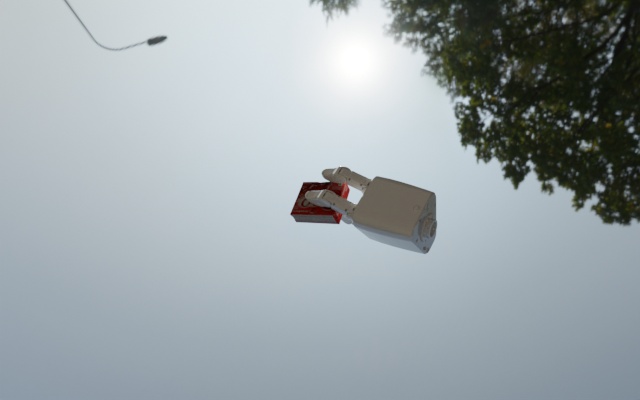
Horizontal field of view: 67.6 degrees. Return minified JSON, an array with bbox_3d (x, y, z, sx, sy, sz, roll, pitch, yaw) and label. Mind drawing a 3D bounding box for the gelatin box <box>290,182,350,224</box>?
[{"bbox_3d":[0.000,0.003,0.835,0.089,0.073,0.030,1,-37,29],"label":"gelatin box"}]
